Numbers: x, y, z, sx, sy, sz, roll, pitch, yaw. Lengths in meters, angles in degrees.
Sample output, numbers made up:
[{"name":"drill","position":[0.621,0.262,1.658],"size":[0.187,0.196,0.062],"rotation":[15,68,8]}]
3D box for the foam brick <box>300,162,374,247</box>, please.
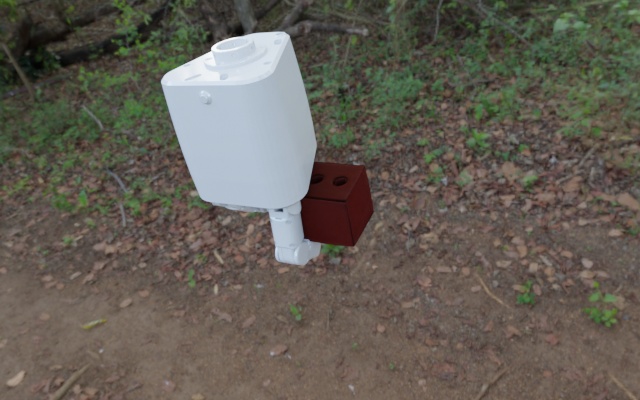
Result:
[{"name":"foam brick","position":[0.000,0.001,0.421],"size":[0.078,0.051,0.053],"rotation":[6,38,23]}]
